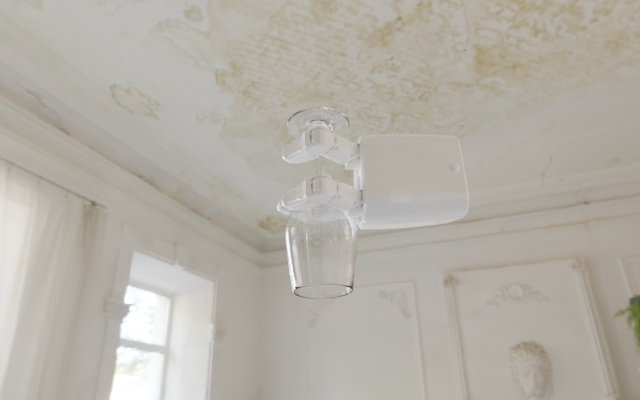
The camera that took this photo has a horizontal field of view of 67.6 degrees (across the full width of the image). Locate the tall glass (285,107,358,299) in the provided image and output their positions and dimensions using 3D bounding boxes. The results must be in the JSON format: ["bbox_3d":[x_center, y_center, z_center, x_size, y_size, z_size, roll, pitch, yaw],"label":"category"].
[{"bbox_3d":[0.000,0.001,0.523,0.079,0.201,0.079,-1,-24,0],"label":"tall glass"}]
